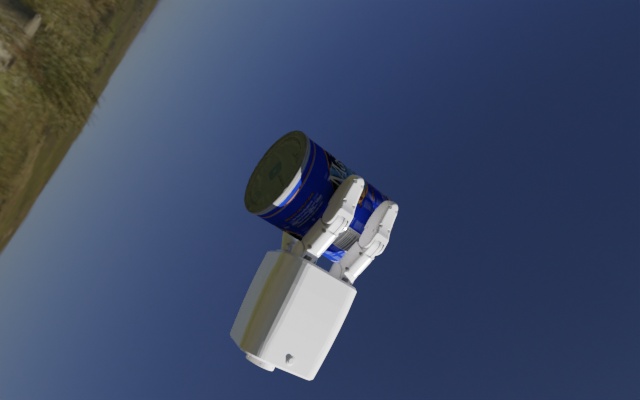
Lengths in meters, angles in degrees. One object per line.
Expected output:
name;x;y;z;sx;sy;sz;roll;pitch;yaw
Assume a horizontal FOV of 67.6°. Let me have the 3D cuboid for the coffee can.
coffee can;0.000;0.002;0.543;0.140;0.102;0.103;34;-18;-30
